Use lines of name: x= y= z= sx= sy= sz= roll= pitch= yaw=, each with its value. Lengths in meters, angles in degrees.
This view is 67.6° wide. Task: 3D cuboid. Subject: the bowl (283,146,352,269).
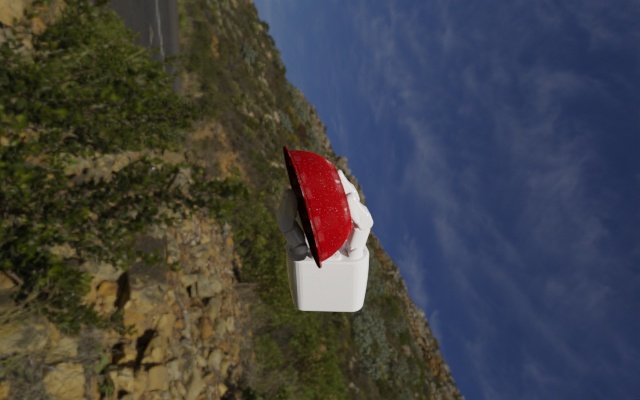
bowl: x=0.000 y=0.001 z=0.608 sx=0.055 sy=0.162 sz=0.162 roll=-17 pitch=2 yaw=-6
